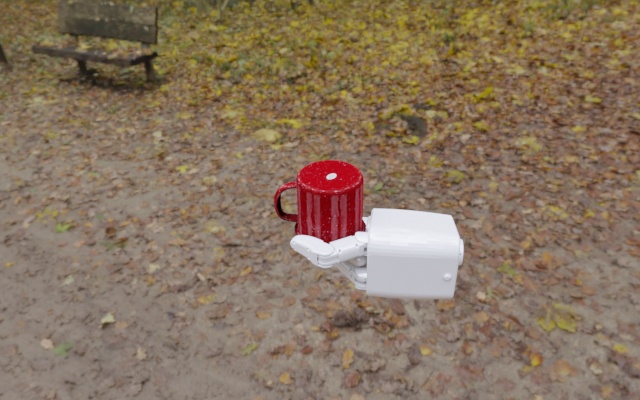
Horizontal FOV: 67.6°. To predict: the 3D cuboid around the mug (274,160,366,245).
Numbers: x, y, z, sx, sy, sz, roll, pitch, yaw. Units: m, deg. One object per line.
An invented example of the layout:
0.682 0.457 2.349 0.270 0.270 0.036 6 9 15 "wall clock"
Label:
-0.001 0.002 0.595 0.117 0.082 0.093 3 33 6 "mug"
